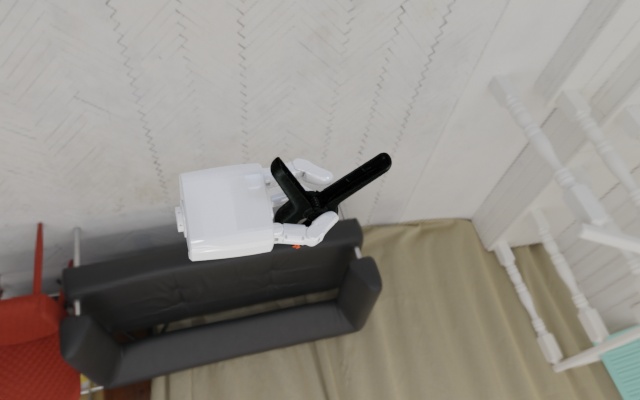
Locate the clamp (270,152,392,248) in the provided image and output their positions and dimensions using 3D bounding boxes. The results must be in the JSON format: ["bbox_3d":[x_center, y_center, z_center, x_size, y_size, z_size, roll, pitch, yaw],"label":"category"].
[{"bbox_3d":[0.000,0.003,0.662,0.164,0.036,0.210,-8,-31,-19],"label":"clamp"}]
